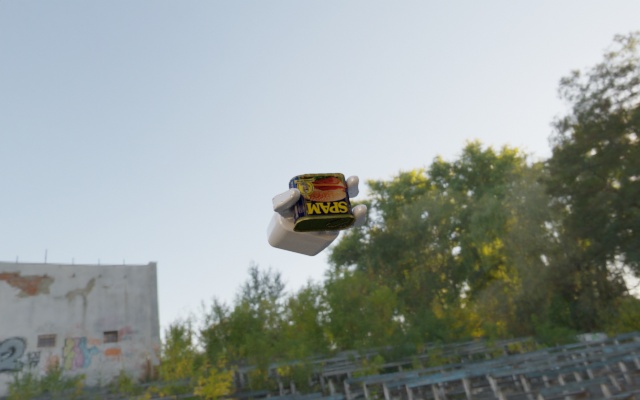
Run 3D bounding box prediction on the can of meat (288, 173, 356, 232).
[{"bbox_3d":[0.000,0.002,0.795,0.102,0.084,0.057,-2,-24,-18],"label":"can of meat"}]
